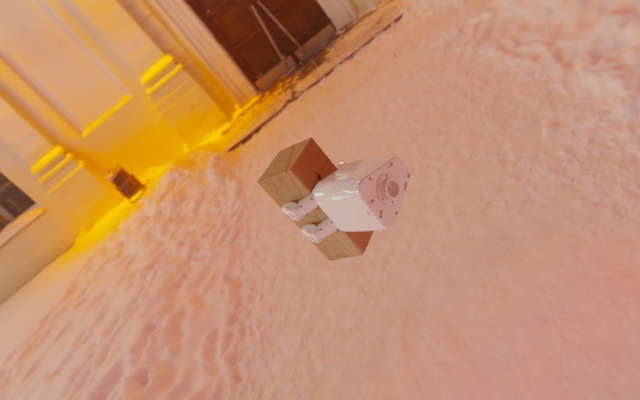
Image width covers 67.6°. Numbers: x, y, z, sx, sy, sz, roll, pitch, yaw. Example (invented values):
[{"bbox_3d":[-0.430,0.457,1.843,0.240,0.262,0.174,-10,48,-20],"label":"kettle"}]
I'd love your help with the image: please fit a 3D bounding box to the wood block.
[{"bbox_3d":[0.000,0.002,0.848,0.090,0.206,0.090,-17,32,43],"label":"wood block"}]
